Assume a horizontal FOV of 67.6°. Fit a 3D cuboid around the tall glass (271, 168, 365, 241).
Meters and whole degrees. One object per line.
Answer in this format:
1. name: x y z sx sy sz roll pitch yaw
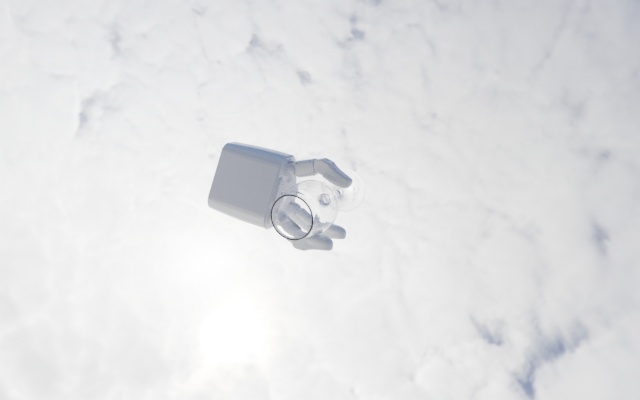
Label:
1. tall glass: 0.001 0.002 0.707 0.079 0.079 0.201 0 12 23
